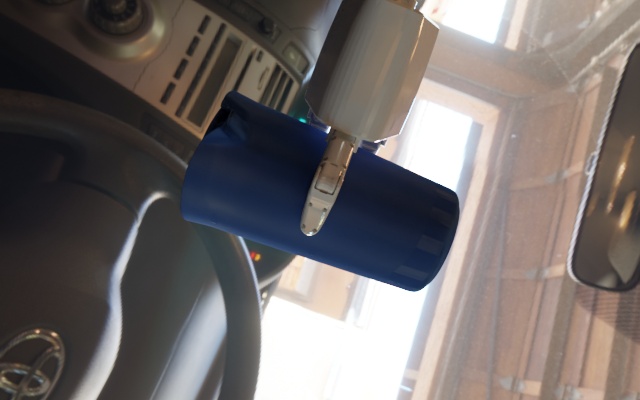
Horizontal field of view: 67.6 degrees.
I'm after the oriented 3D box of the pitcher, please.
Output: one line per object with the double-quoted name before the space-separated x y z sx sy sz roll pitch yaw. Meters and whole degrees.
"pitcher" 0.000 0.001 0.472 0.243 0.145 0.149 21 19 0
